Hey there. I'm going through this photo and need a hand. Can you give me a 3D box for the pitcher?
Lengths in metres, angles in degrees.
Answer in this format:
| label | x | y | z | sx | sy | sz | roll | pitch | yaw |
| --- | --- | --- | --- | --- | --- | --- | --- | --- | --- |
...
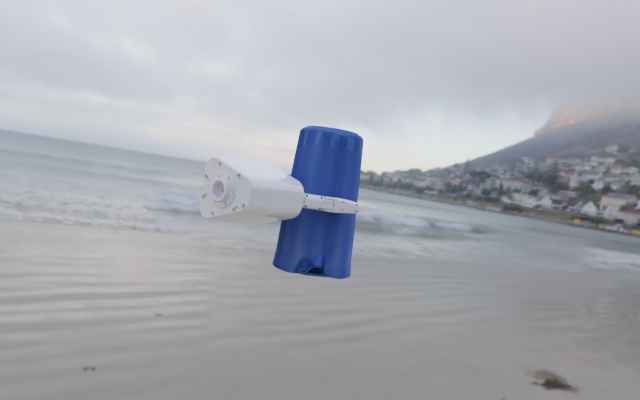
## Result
| label | x | y | z | sx | sy | sz | roll | pitch | yaw |
| --- | --- | --- | --- | --- | --- | --- | --- | --- | --- |
| pitcher | 0.000 | 0.003 | 0.812 | 0.149 | 0.243 | 0.145 | 11 | 3 | 40 |
